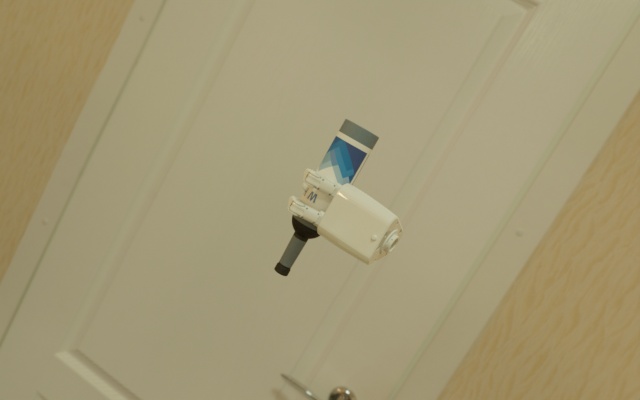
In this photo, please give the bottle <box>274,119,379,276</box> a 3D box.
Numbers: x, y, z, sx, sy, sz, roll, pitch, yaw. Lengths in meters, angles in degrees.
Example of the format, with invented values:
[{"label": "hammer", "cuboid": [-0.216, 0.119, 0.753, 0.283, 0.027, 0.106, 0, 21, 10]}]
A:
[{"label": "bottle", "cuboid": [0.000, 0.002, 0.838, 0.069, 0.296, 0.069, 29, 9, -5]}]
